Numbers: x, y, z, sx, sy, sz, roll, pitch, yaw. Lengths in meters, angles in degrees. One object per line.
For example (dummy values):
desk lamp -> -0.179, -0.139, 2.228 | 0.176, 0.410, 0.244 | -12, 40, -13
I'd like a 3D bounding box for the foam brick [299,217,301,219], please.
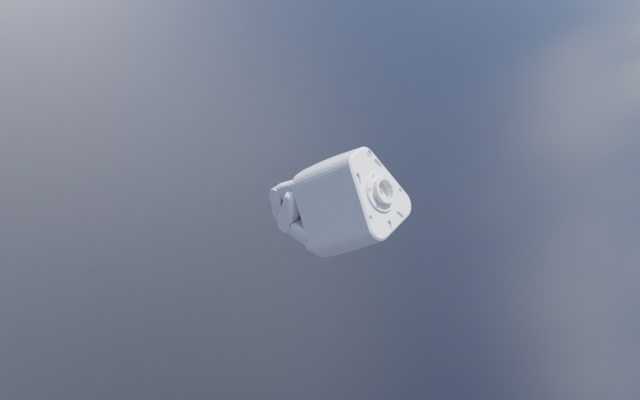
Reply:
foam brick -> 0.000, 0.002, 0.675 | 0.051, 0.053, 0.078 | -20, 13, 46
